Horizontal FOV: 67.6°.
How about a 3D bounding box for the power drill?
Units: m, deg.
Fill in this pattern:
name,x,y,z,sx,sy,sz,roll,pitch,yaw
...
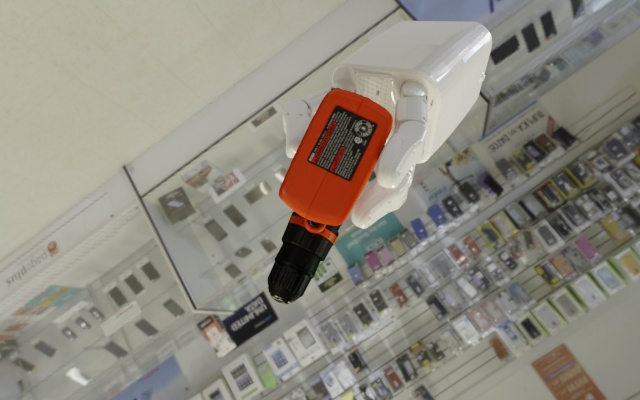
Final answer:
name,x,y,z,sx,sy,sz,roll,pitch,yaw
power drill,0.000,0.001,0.424,0.057,0.184,0.188,24,-14,2
